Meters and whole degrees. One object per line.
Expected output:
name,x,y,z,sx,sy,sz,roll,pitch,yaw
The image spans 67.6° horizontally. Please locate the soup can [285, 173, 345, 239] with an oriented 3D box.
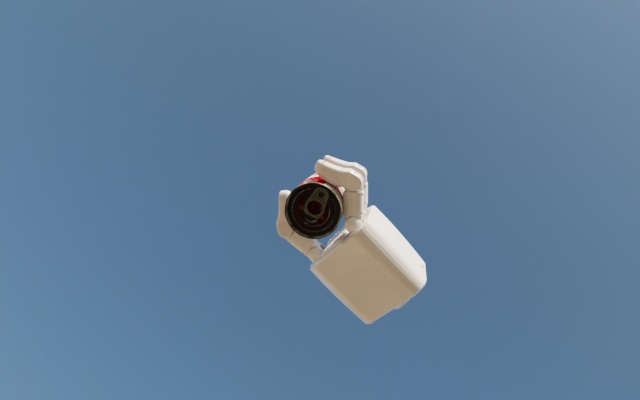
soup can,0.000,0.002,0.602,0.068,0.068,0.102,0,12,10
